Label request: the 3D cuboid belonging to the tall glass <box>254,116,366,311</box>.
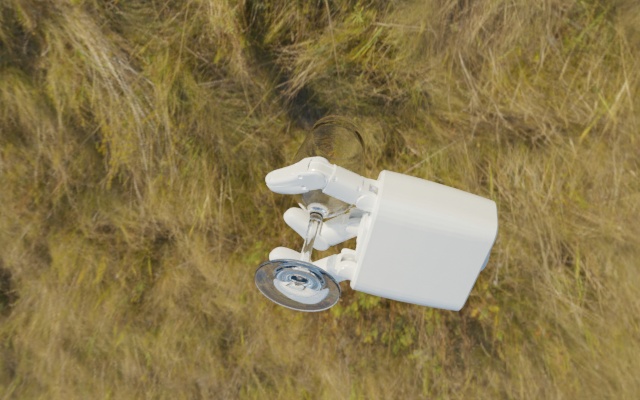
[{"bbox_3d":[0.000,0.002,0.464,0.079,0.201,0.079,8,-42,7],"label":"tall glass"}]
